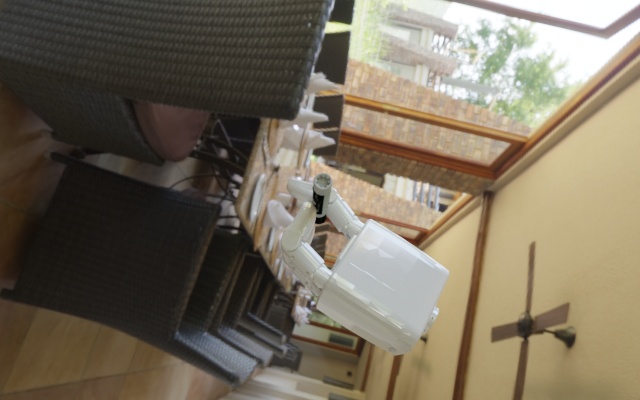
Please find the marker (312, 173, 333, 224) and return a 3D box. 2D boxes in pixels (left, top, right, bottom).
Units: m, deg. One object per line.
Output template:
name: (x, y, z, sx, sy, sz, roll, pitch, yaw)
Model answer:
marker: (0.000, 0.002, 0.515, 0.020, 0.020, 0.121, 0, -20, -3)
